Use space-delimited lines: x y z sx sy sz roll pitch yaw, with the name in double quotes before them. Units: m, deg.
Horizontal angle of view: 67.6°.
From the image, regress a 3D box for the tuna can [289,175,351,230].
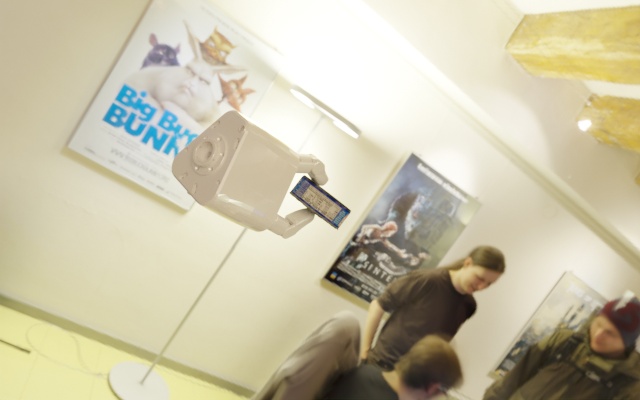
"tuna can" 0.000 0.002 0.661 0.086 0.034 0.086 38 0 0
